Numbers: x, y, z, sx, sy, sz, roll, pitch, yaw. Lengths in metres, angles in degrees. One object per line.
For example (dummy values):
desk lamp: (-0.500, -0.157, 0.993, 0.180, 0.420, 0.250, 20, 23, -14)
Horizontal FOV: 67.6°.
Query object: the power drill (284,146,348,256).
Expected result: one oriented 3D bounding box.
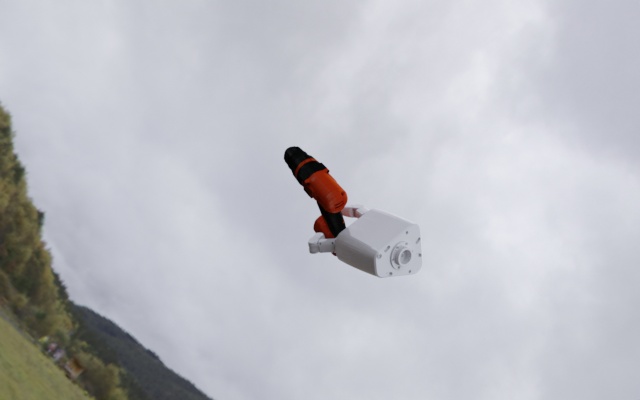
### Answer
power drill: (0.000, 0.003, 0.891, 0.057, 0.188, 0.184, -30, 46, -10)
